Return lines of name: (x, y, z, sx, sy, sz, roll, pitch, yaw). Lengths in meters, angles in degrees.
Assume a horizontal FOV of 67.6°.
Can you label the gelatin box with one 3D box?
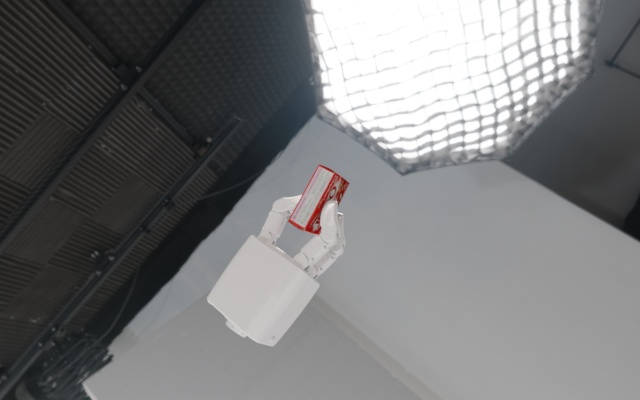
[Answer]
gelatin box: (0.000, 0.002, 0.653, 0.030, 0.089, 0.073, 28, 0, 21)
